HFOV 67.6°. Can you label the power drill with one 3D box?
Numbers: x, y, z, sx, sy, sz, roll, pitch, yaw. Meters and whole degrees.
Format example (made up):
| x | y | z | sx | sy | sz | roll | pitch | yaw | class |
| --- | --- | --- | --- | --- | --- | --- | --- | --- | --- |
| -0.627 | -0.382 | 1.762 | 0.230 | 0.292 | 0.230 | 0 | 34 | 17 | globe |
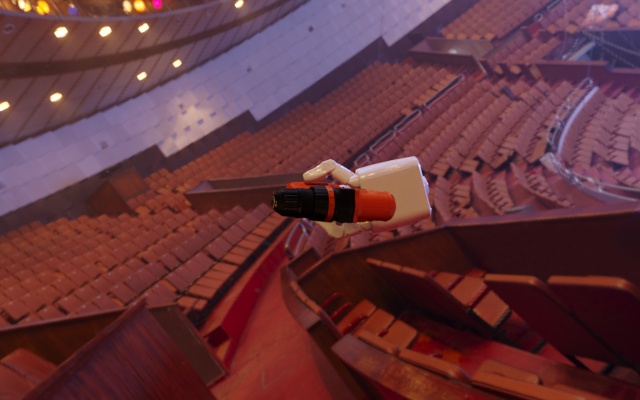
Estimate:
| x | y | z | sx | sy | sz | roll | pitch | yaw | class |
| --- | --- | --- | --- | --- | --- | --- | --- | --- | --- |
| 0.000 | 0.002 | 0.748 | 0.184 | 0.057 | 0.187 | 4 | 4 | -18 | power drill |
